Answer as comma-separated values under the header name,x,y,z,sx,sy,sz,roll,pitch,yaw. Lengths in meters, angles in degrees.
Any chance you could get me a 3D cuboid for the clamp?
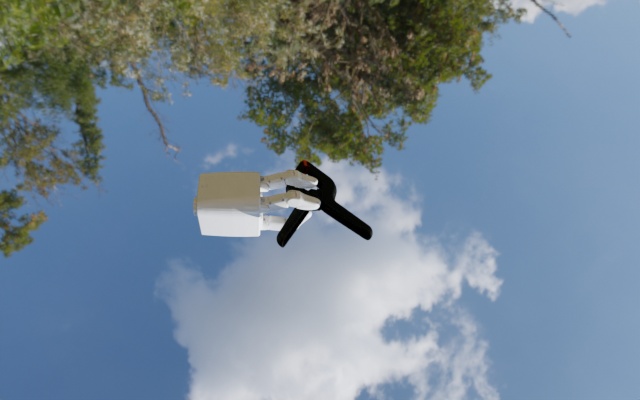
name,x,y,z,sx,sy,sz,roll,pitch,yaw
clamp,0.000,0.003,0.860,0.164,0.036,0.209,2,42,-10
